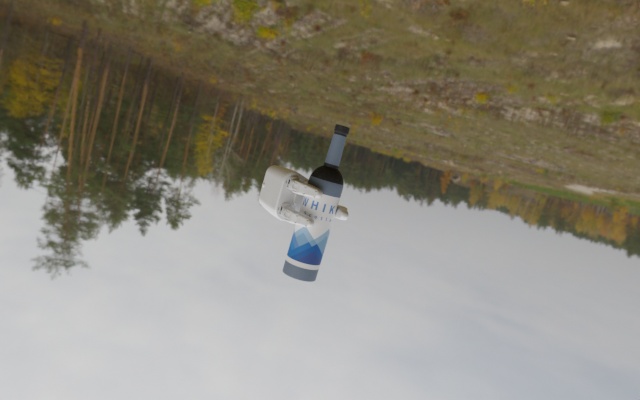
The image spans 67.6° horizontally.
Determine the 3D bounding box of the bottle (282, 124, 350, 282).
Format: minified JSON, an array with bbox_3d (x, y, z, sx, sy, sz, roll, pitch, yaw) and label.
[{"bbox_3d":[0.000,0.003,0.898,0.069,0.296,0.069,16,6,-2],"label":"bottle"}]
